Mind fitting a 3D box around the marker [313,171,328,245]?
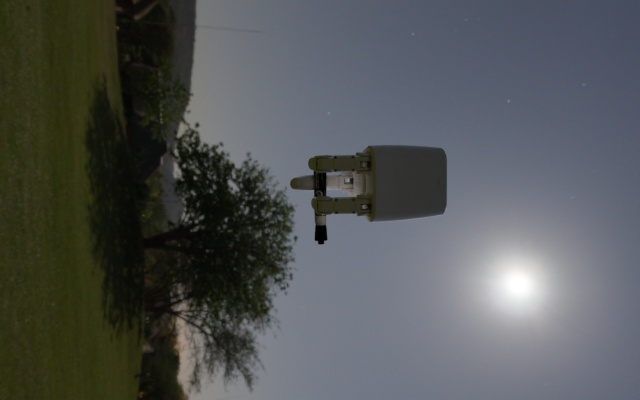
[{"bbox_3d":[0.000,0.002,0.674,0.020,0.121,0.020,-1,6,0],"label":"marker"}]
